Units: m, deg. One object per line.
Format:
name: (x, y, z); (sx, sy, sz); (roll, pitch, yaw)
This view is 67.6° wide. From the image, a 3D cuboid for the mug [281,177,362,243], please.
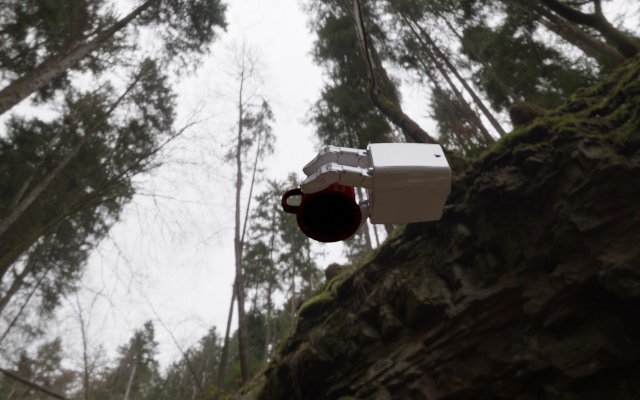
mug: (-0.001, 0.002, 0.710); (0.117, 0.093, 0.081); (1, 34, 0)
